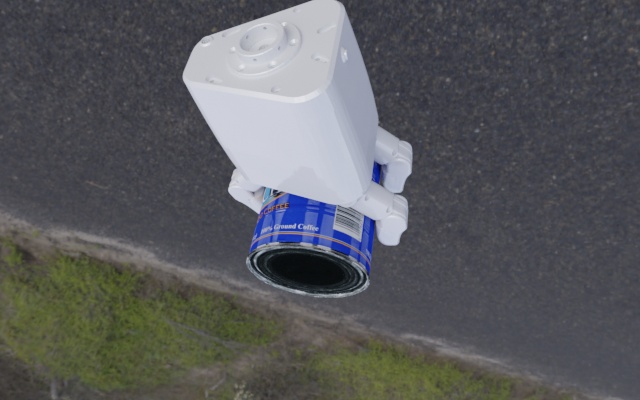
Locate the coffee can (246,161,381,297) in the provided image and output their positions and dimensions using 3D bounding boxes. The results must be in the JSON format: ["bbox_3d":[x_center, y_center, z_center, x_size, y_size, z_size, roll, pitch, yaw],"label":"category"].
[{"bbox_3d":[0.000,0.001,0.425,0.103,0.140,0.103,7,-31,4],"label":"coffee can"}]
